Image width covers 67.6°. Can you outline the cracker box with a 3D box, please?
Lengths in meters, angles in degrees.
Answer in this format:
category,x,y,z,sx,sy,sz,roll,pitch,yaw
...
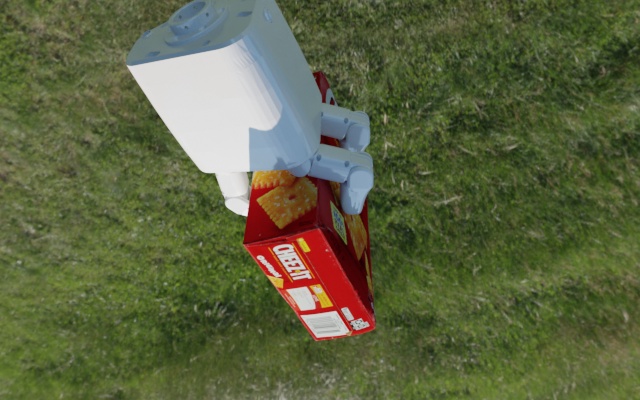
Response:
category,x,y,z,sx,sy,sz,roll,pitch,yaw
cracker box,0.000,0.002,0.472,0.072,0.213,0.164,-13,-45,15
